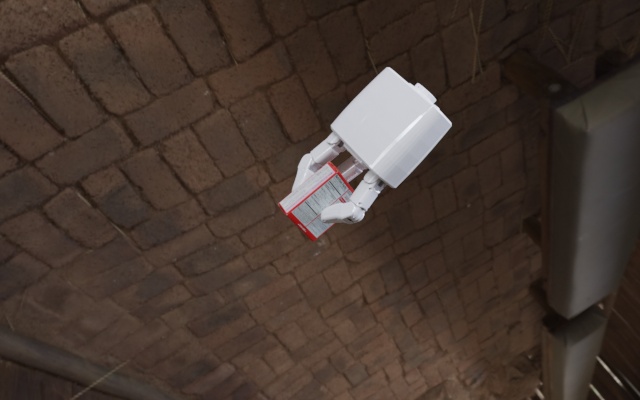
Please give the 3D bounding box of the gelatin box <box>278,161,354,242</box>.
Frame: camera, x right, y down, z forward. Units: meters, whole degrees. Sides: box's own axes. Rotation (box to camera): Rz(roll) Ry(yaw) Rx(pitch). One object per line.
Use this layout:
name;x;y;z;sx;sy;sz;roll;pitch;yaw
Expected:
gelatin box;0.000;0.003;0.632;0.073;0.089;0.030;49;1;-45
